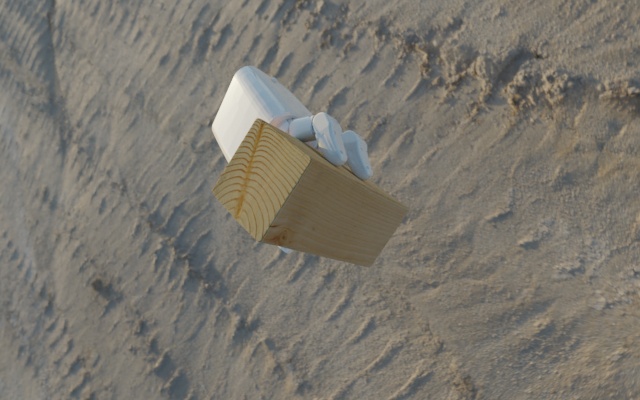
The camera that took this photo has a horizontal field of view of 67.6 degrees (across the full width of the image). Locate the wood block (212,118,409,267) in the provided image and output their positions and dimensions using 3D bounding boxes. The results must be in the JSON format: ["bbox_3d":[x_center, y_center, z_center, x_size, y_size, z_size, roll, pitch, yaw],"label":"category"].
[{"bbox_3d":[0.000,0.002,0.521,0.090,0.091,0.206,40,11,36],"label":"wood block"}]
